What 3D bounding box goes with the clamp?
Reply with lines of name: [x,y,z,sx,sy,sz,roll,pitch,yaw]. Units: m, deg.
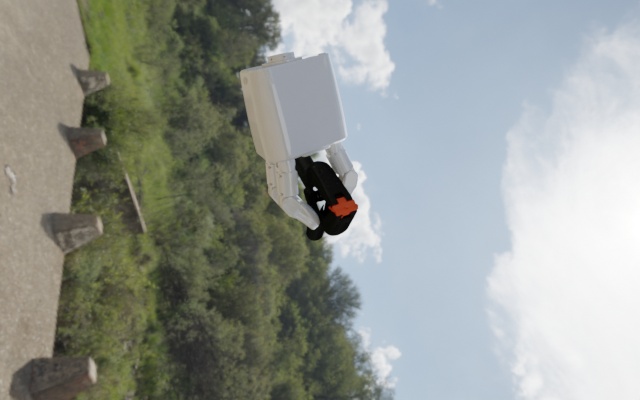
clamp: [0.001,0.002,0.622,0.036,0.165,0.210,-19,20,-13]
